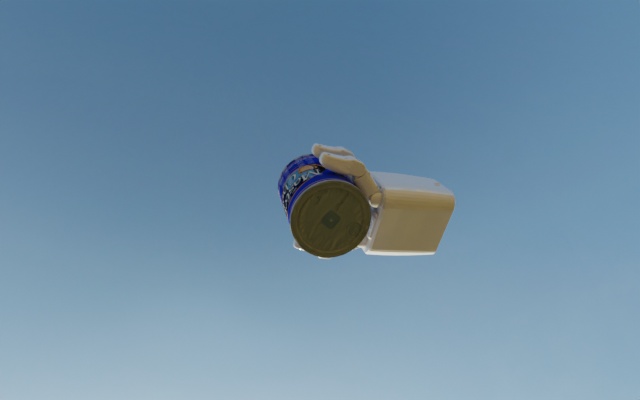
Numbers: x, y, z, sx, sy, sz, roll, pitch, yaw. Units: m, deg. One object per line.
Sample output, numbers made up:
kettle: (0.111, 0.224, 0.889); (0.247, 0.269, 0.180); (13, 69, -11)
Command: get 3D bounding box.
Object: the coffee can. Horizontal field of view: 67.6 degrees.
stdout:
coffee can: (0.000, 0.002, 0.651); (0.103, 0.103, 0.140); (0, 19, -12)
